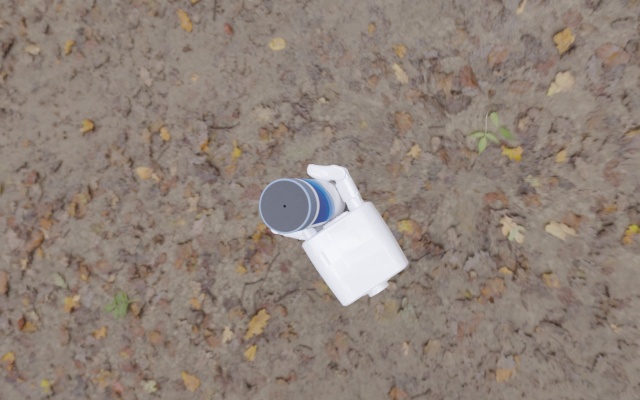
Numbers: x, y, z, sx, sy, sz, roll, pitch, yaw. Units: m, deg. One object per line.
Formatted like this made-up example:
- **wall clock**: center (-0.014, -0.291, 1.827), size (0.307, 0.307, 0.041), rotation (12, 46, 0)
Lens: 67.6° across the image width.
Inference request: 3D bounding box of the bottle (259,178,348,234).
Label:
- **bottle**: center (0.000, 0.002, 0.707), size (0.069, 0.069, 0.295), rotation (0, 2, 17)
